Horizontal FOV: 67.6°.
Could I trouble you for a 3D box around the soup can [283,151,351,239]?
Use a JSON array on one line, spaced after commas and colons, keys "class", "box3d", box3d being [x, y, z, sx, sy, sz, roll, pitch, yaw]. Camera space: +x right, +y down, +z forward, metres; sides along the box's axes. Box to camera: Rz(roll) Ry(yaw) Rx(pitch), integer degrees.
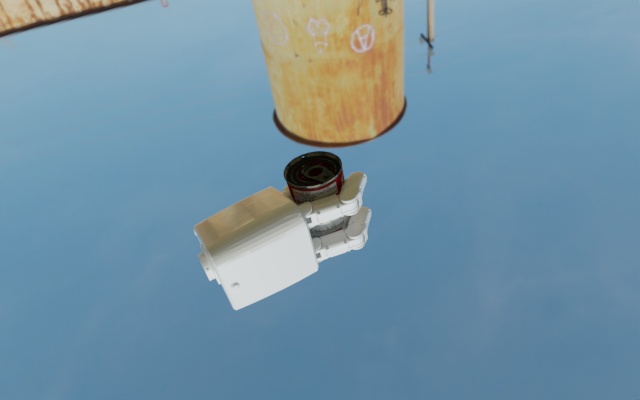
[{"class": "soup can", "box3d": [0.001, 0.002, 0.572, 0.068, 0.102, 0.068, -8, 39, 7]}]
